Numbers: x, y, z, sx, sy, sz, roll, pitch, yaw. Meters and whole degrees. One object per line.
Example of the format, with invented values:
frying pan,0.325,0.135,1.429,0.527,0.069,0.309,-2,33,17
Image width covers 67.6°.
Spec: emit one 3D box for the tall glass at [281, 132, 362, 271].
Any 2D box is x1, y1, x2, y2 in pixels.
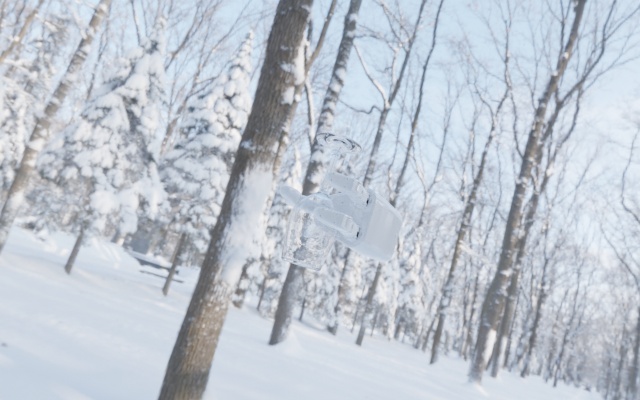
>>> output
tall glass,0.000,0.002,0.728,0.079,0.201,0.079,17,-13,4
